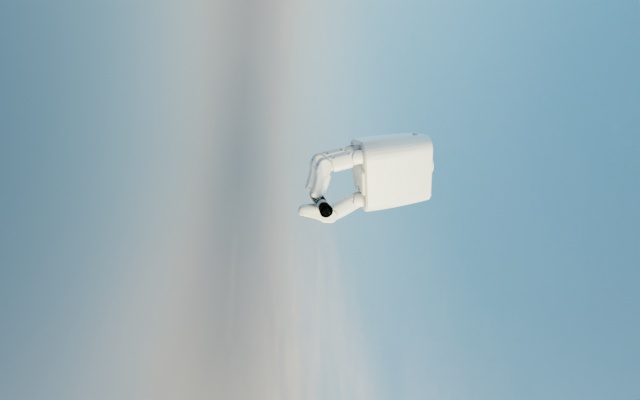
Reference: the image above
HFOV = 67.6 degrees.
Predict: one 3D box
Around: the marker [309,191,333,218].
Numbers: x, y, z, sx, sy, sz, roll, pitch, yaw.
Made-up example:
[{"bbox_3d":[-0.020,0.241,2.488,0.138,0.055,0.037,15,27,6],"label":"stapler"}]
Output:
[{"bbox_3d":[0.000,0.002,0.705,0.020,0.020,0.121,0,13,-8],"label":"marker"}]
